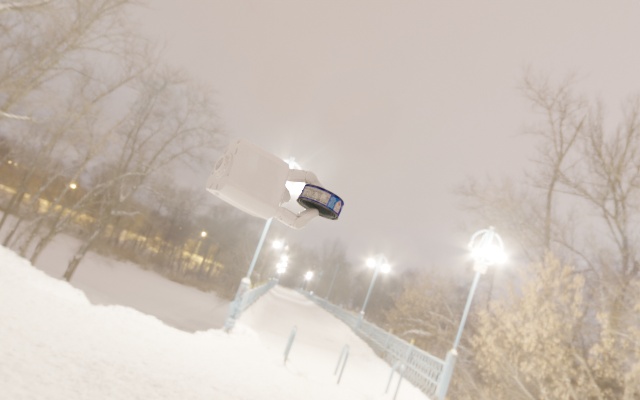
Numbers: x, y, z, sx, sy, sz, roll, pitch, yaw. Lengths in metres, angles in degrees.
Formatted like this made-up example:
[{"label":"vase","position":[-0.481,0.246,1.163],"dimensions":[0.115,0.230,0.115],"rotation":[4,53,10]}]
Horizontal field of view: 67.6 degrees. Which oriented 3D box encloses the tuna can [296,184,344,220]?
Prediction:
[{"label":"tuna can","position":[0.000,0.002,0.890],"dimensions":[0.086,0.033,0.086],"rotation":[23,-14,6]}]
